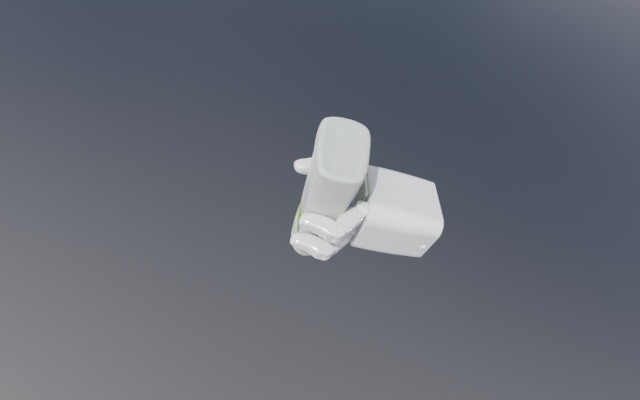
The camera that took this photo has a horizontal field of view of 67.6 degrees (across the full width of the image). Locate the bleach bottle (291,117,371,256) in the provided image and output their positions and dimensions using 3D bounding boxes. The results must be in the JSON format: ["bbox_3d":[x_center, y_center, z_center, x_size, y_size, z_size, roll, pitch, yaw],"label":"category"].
[{"bbox_3d":[0.000,0.002,0.674,0.068,0.102,0.251,13,-33,-7],"label":"bleach bottle"}]
